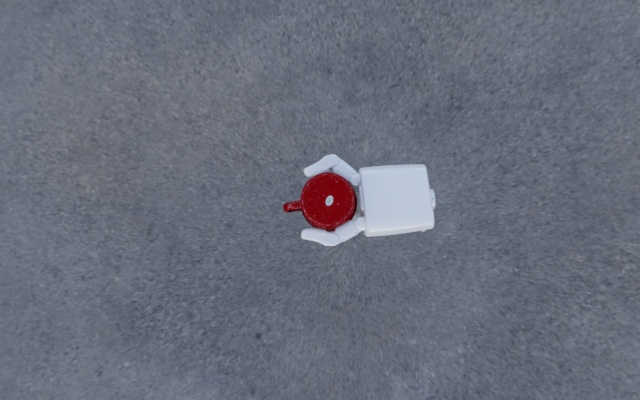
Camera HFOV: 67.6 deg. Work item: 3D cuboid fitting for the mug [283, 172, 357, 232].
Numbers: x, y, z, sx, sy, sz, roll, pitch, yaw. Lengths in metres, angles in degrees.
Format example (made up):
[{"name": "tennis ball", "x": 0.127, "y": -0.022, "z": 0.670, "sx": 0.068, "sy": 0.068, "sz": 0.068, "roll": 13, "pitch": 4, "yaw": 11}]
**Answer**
[{"name": "mug", "x": -0.001, "y": 0.002, "z": 0.739, "sx": 0.117, "sy": 0.093, "sz": 0.081, "roll": -6, "pitch": -4, "yaw": 2}]
